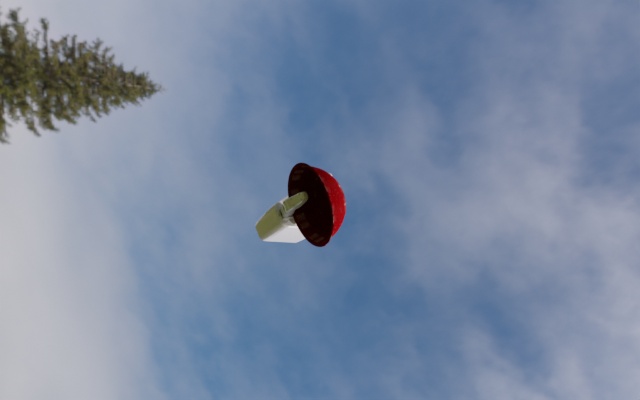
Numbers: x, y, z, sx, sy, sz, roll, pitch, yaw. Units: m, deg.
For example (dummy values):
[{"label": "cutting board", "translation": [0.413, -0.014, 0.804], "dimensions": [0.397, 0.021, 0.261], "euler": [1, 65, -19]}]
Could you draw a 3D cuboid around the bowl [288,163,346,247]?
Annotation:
[{"label": "bowl", "translation": [0.001, 0.003, 0.897], "dimensions": [0.055, 0.162, 0.162], "euler": [-16, 8, -28]}]
